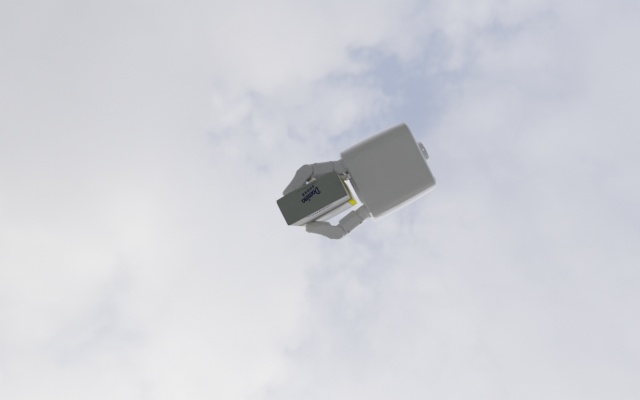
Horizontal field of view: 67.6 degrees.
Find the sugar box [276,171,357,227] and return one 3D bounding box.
[{"bbox_3d":[0.000,0.002,0.718,0.093,0.048,0.176,-28,-10,5],"label":"sugar box"}]
